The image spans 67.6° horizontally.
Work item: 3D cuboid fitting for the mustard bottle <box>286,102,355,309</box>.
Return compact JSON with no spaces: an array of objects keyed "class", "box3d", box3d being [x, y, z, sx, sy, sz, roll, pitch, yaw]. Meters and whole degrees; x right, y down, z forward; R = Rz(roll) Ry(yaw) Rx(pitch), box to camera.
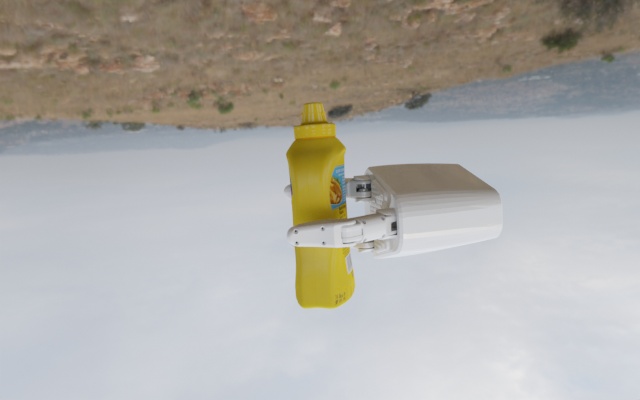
[{"class":"mustard bottle","box3d":[0.000,0.002,0.469,0.058,0.191,0.096,-2,7,13]}]
